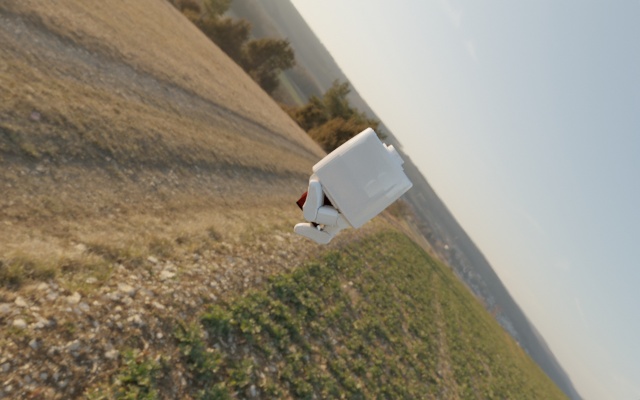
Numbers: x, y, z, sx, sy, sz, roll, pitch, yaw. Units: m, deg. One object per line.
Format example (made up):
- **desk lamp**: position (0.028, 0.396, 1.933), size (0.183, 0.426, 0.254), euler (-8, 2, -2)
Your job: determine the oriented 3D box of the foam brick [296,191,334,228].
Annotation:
- **foam brick**: position (0.000, 0.002, 0.776), size (0.051, 0.053, 0.078), euler (-37, 5, 10)
